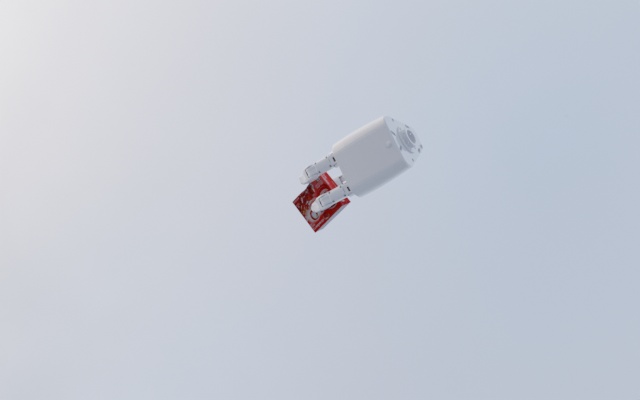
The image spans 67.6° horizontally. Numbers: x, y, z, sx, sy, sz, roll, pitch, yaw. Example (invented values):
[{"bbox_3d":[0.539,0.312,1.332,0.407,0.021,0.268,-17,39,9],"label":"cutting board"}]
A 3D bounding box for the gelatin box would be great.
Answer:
[{"bbox_3d":[0.000,0.003,0.859,0.030,0.073,0.089,-21,-20,-52],"label":"gelatin box"}]
